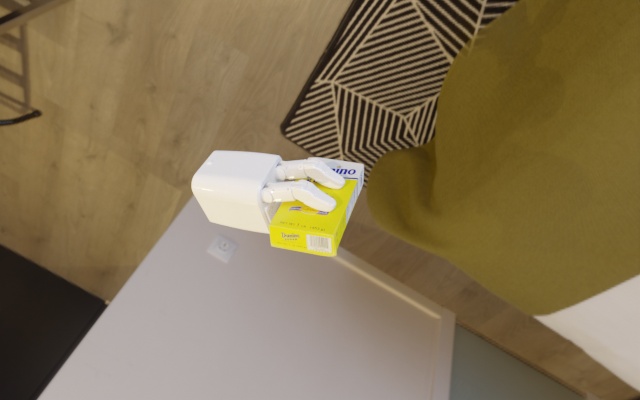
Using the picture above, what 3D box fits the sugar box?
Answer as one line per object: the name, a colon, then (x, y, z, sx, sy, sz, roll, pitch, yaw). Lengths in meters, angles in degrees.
sugar box: (0.000, 0.002, 0.694, 0.093, 0.048, 0.176, 9, 41, 13)
